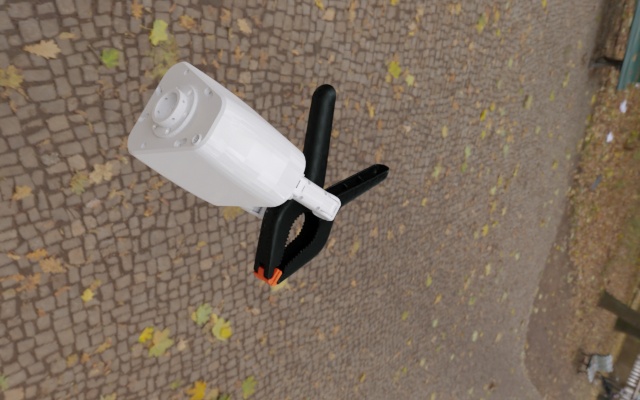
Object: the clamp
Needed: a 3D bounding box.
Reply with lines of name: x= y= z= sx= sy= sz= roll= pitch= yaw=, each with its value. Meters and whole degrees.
clamp: x=0.000 y=0.002 z=0.532 sx=0.036 sy=0.210 sz=0.165 roll=21 pitch=-10 yaw=42
